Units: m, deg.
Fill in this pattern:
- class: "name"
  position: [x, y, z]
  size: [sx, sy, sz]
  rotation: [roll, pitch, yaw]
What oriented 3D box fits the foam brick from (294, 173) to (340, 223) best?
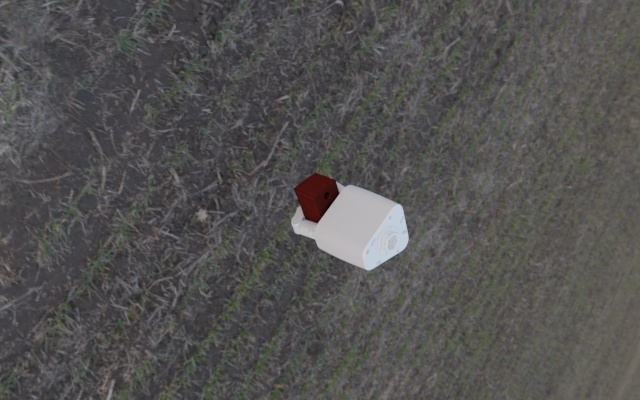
- class: "foam brick"
  position: [0.000, 0.002, 0.799]
  size: [0.051, 0.078, 0.053]
  rotation: [22, 52, 42]
